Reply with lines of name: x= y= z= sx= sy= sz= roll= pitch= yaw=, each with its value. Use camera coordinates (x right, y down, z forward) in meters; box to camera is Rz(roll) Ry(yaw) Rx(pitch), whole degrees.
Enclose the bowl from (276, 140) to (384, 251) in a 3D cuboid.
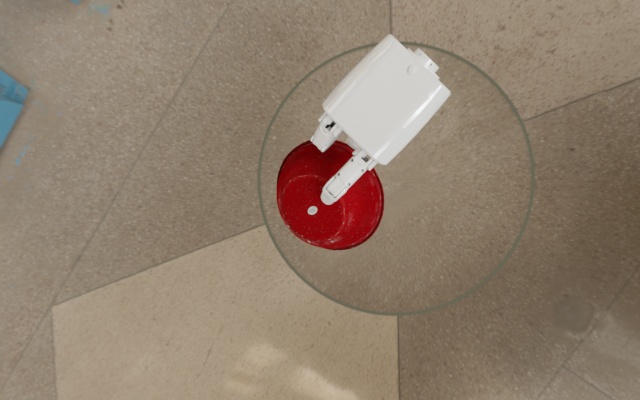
bowl: x=-0.001 y=0.003 z=0.635 sx=0.162 sy=0.162 sz=0.055 roll=0 pitch=19 yaw=26
